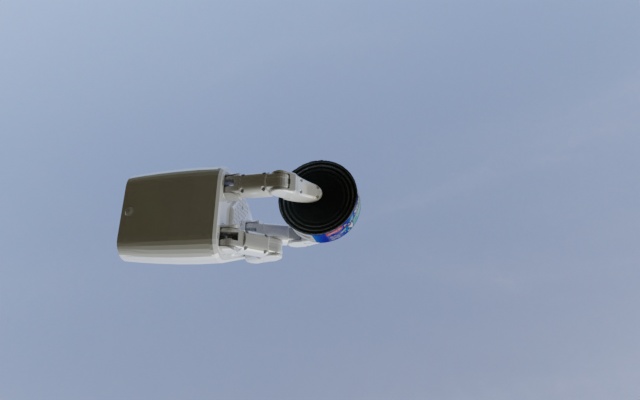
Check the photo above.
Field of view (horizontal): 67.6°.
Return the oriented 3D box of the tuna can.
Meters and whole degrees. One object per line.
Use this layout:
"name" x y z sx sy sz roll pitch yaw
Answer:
"tuna can" 0.000 0.002 0.516 0.086 0.086 0.034 0 -23 14
